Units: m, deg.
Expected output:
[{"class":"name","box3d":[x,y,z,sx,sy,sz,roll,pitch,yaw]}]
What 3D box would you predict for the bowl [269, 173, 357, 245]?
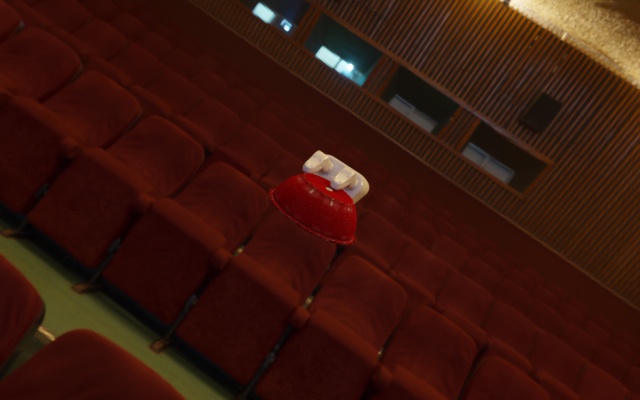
[{"class":"bowl","box3d":[0.000,0.002,0.765,0.162,0.055,0.162,28,17,-9]}]
